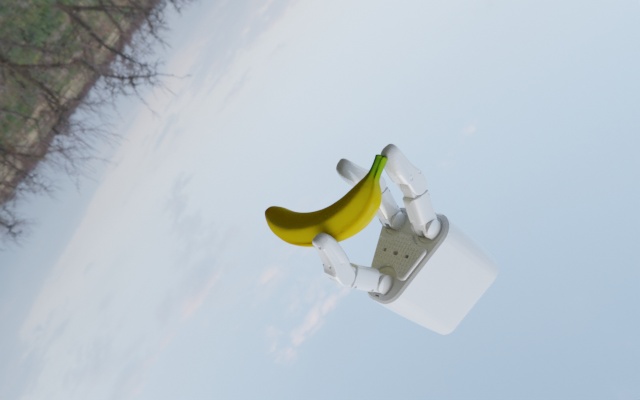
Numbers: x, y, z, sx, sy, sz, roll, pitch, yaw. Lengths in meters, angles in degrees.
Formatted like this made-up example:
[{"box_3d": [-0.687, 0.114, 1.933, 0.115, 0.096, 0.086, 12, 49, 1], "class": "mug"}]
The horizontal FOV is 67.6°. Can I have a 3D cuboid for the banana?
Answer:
[{"box_3d": [-0.001, 0.017, 0.503, 0.037, 0.069, 0.198, 31, -34, -31], "class": "banana"}]
